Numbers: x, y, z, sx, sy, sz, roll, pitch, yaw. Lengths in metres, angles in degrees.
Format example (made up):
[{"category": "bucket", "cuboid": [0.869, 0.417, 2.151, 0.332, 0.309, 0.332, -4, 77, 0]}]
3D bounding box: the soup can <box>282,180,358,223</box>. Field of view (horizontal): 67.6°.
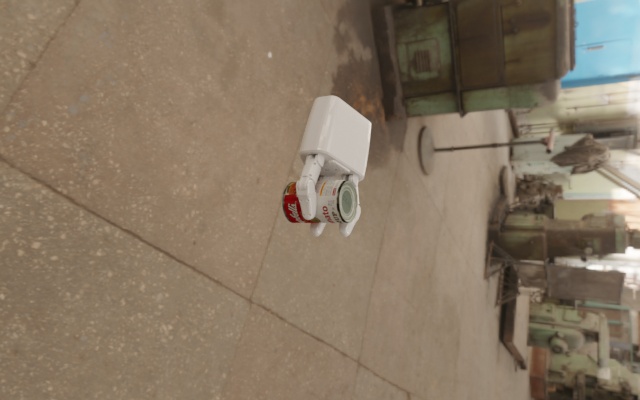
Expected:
[{"category": "soup can", "cuboid": [0.000, 0.003, 0.754, 0.102, 0.068, 0.068, -1, -1, 30]}]
